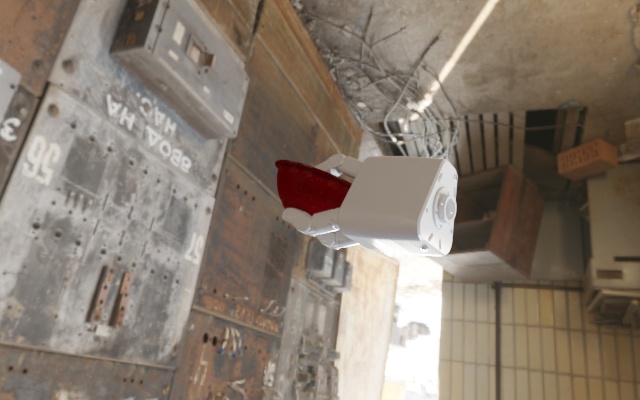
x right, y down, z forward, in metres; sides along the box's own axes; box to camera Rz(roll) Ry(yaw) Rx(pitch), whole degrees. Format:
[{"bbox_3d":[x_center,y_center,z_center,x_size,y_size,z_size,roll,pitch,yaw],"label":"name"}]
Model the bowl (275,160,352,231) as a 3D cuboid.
[{"bbox_3d":[-0.001,0.002,0.670,0.162,0.055,0.162,23,-8,3],"label":"bowl"}]
